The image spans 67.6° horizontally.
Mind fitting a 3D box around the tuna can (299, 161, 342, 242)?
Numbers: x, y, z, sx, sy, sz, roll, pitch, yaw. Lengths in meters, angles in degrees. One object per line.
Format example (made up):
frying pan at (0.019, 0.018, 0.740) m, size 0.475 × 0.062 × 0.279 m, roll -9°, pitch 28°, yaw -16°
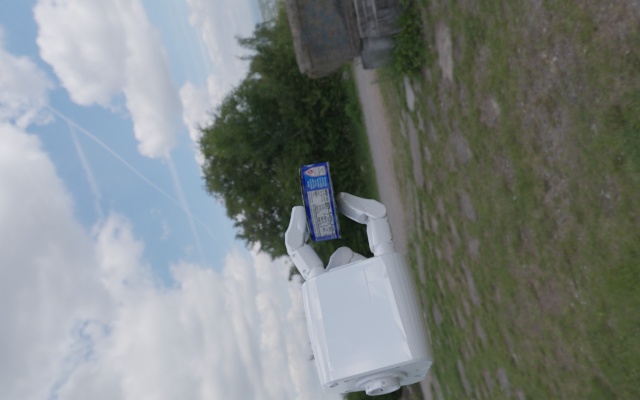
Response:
tuna can at (0.000, 0.002, 0.526) m, size 0.034 × 0.086 × 0.086 m, roll -9°, pitch 0°, yaw 2°
